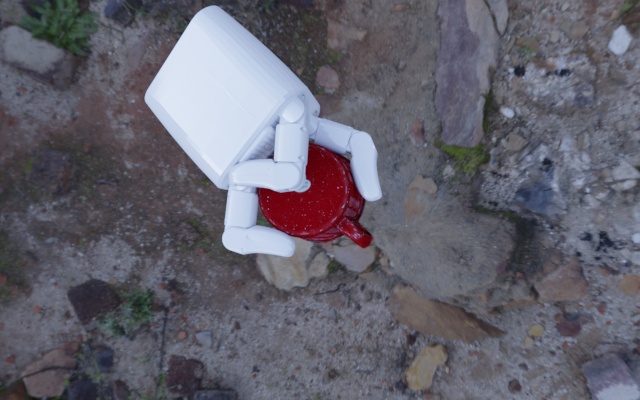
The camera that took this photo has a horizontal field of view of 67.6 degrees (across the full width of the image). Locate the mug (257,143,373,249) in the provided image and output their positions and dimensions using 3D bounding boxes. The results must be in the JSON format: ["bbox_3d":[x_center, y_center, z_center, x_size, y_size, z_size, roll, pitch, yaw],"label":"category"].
[{"bbox_3d":[0.001,0.002,0.434,0.117,0.093,0.081,44,5,10],"label":"mug"}]
